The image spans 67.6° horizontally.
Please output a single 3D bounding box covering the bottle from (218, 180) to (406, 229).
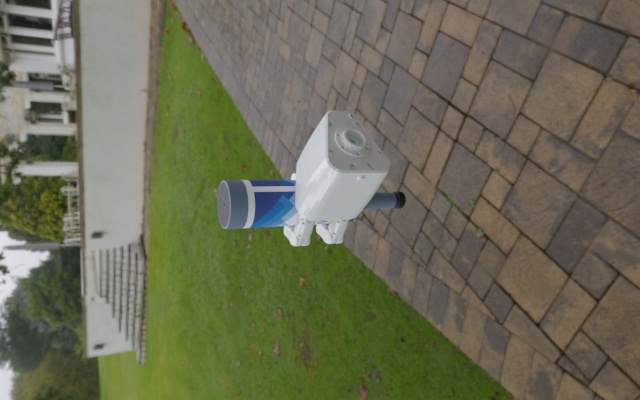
[{"bbox_3d":[0.000,0.002,0.713,0.296,0.069,0.069,-1,1,-27],"label":"bottle"}]
